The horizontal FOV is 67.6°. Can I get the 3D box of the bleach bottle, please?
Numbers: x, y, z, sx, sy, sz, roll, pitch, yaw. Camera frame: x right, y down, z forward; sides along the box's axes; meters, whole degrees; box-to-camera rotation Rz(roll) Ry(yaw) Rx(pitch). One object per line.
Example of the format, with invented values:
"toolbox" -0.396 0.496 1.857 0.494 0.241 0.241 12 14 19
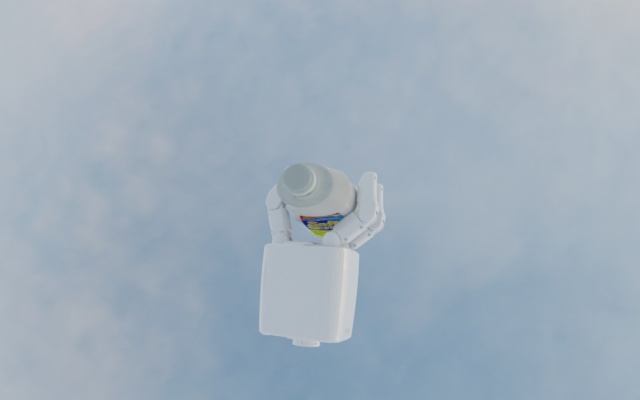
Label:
"bleach bottle" 0.000 0.002 0.589 0.102 0.068 0.251 2 -11 15
